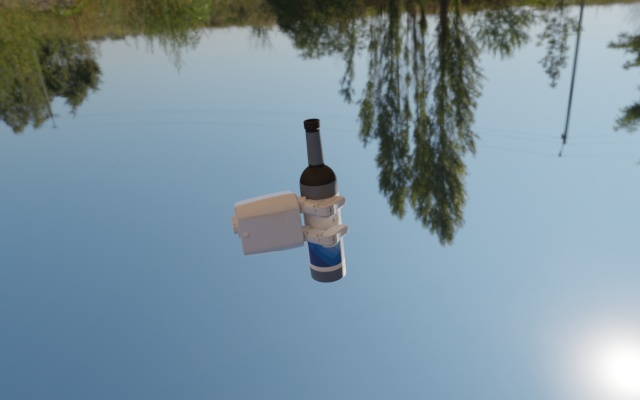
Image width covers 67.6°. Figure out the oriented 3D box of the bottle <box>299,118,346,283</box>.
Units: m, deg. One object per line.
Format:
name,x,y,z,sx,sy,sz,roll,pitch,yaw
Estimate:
bottle,0.000,0.003,0.842,0.069,0.296,0.069,-5,23,2
